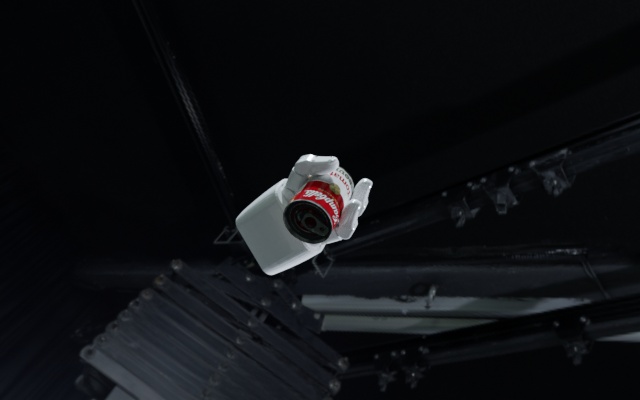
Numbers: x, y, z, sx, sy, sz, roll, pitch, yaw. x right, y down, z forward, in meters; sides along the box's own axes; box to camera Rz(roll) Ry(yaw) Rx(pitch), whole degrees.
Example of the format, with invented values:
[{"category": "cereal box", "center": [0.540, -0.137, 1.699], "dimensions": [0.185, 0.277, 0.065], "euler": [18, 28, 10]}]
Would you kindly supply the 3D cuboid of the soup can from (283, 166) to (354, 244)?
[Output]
[{"category": "soup can", "center": [0.000, 0.002, 0.647], "dimensions": [0.068, 0.068, 0.102], "euler": [0, 32, 24]}]
